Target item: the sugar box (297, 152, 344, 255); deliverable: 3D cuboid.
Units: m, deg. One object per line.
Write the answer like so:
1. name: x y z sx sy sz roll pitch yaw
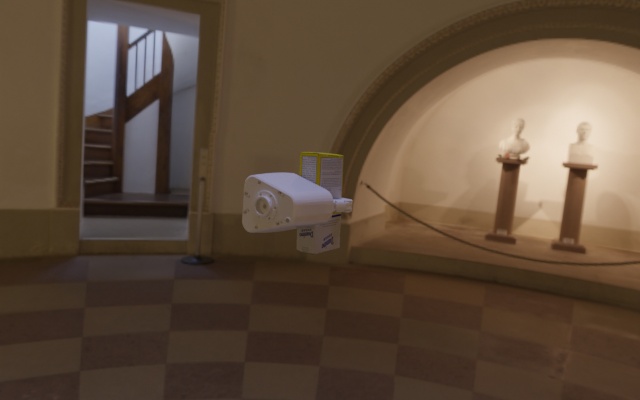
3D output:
1. sugar box: 0.000 0.003 0.860 0.048 0.176 0.093 9 7 32
